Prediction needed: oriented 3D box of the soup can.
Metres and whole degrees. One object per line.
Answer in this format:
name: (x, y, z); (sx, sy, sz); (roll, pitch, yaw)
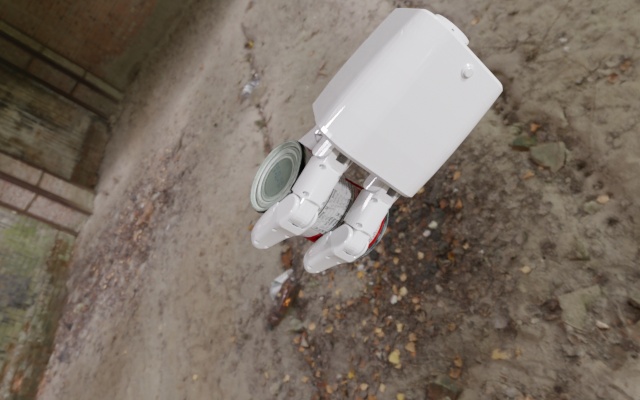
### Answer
soup can: (-0.001, 0.002, 0.408); (0.102, 0.068, 0.068); (31, -18, -33)
